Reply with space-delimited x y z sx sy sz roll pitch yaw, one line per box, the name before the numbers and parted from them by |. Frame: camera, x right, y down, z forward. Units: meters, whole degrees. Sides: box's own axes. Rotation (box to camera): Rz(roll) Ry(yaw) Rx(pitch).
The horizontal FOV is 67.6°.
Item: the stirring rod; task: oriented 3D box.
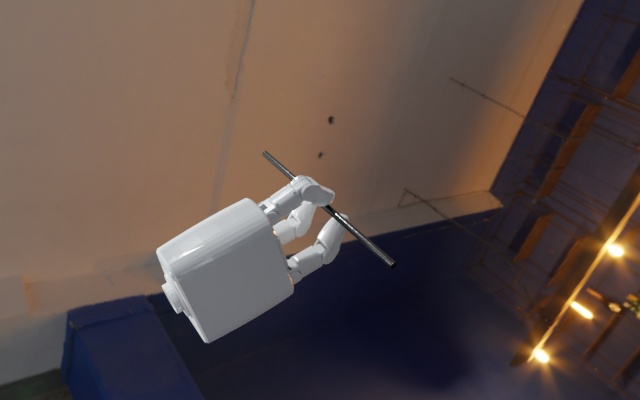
stirring rod | 0.000 0.002 0.544 0.011 0.011 0.239 0 31 -45
